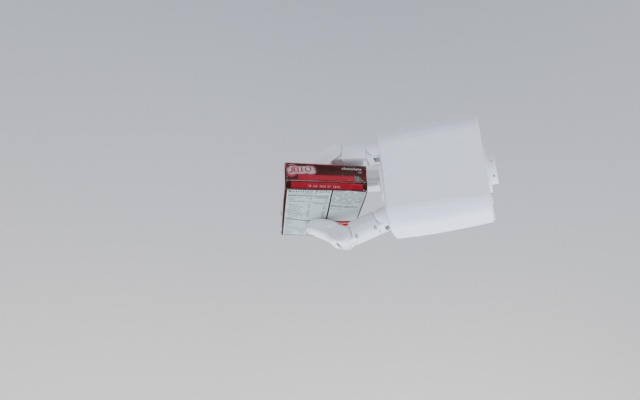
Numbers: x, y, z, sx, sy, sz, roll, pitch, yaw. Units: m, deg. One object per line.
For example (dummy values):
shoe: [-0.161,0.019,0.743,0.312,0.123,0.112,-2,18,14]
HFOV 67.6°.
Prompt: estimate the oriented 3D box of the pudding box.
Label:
pudding box: [0.000,0.002,0.551,0.090,0.039,0.114,3,-33,-6]
